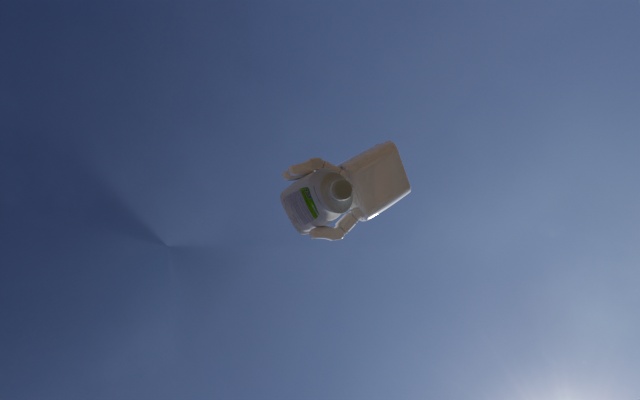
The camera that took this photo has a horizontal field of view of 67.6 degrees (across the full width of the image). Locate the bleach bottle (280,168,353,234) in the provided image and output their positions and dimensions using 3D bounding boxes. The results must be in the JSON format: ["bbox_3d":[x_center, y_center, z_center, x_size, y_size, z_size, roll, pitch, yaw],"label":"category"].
[{"bbox_3d":[0.000,0.003,0.806,0.068,0.102,0.251,-32,5,-17],"label":"bleach bottle"}]
